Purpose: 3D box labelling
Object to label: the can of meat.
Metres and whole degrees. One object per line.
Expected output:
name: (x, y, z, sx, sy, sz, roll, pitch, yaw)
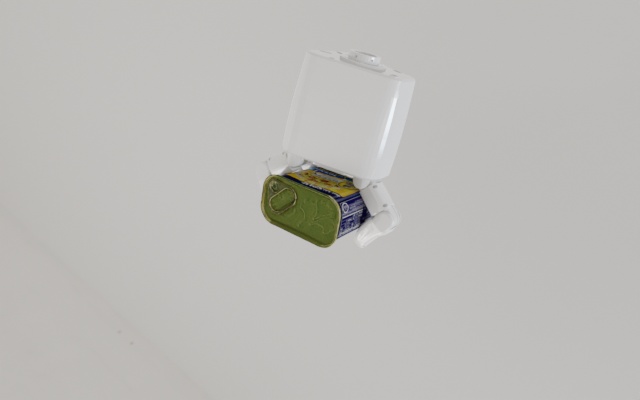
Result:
can of meat: (0.000, 0.002, 0.528, 0.102, 0.057, 0.084, 22, 25, 30)
